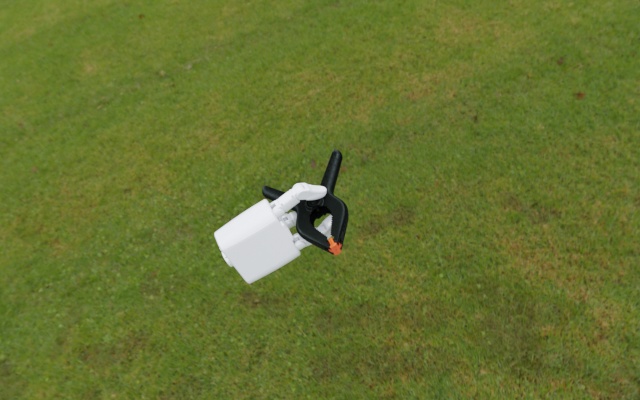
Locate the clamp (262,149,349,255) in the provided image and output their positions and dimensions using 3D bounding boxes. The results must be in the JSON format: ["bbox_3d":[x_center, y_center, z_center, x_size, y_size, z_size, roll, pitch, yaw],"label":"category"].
[{"bbox_3d":[0.000,0.003,0.835,0.164,0.209,0.036,-33,-41,-1],"label":"clamp"}]
